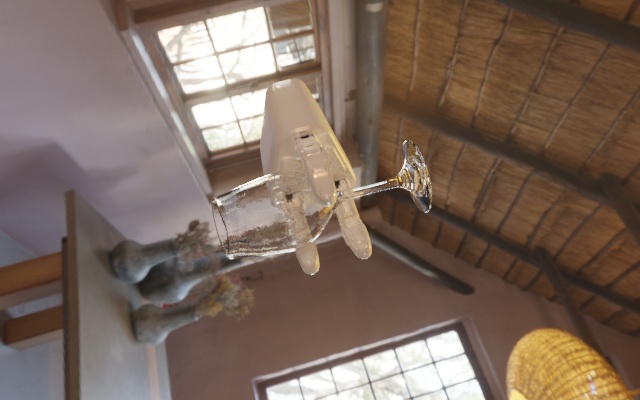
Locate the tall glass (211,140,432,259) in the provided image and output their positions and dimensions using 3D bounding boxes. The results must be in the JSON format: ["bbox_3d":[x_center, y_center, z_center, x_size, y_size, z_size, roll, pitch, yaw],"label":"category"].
[{"bbox_3d":[0.001,0.001,0.467,0.201,0.079,0.079,-15,1,-5],"label":"tall glass"}]
